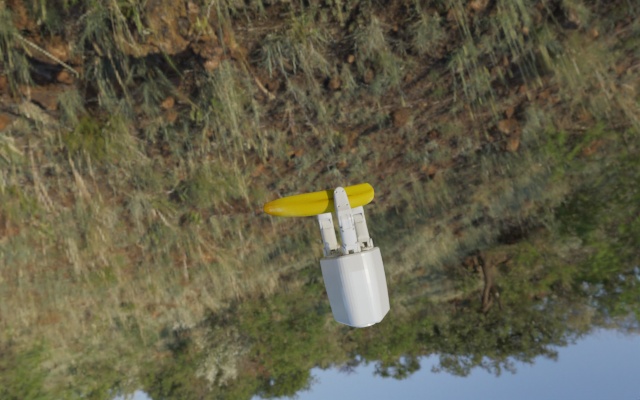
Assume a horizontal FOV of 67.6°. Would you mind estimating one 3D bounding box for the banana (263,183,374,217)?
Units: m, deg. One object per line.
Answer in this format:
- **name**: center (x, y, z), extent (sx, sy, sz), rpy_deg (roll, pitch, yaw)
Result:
- **banana**: center (0.011, 0.001, 0.752), extent (0.198, 0.037, 0.069), rpy_deg (-10, 2, -27)
